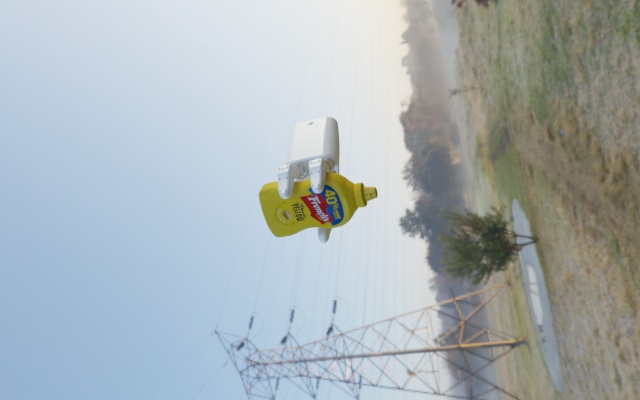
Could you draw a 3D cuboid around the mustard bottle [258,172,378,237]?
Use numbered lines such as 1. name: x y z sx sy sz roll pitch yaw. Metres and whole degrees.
1. mustard bottle: 0.000 0.003 0.794 0.191 0.096 0.058 -10 24 16
